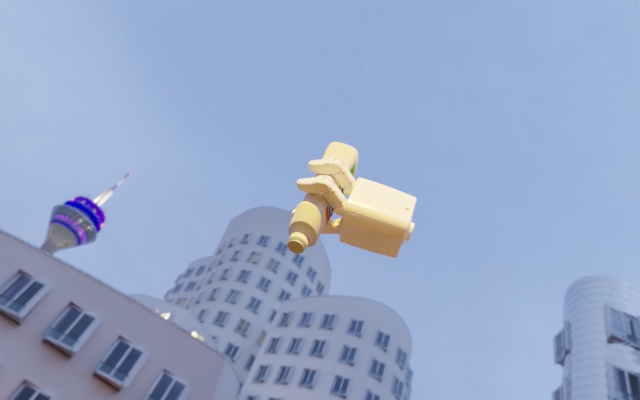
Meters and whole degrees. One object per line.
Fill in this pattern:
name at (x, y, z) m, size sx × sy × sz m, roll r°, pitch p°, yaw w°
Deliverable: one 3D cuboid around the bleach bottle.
bleach bottle at (0.000, 0.003, 0.834) m, size 0.068 × 0.103 × 0.250 m, roll 19°, pitch 43°, yaw 8°
